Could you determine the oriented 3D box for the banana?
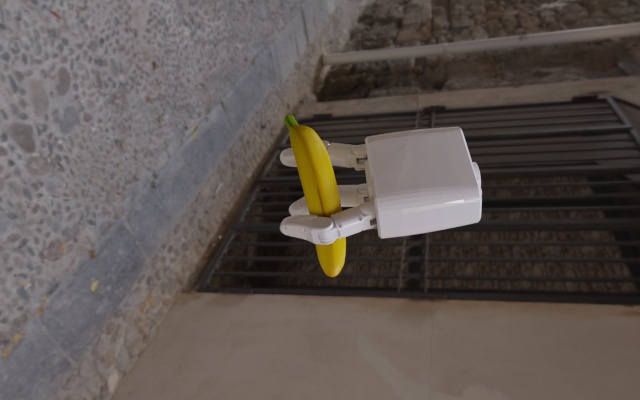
[{"bbox_3d":[0.002,0.003,0.526,0.037,0.198,0.069,-14,14,-4],"label":"banana"}]
